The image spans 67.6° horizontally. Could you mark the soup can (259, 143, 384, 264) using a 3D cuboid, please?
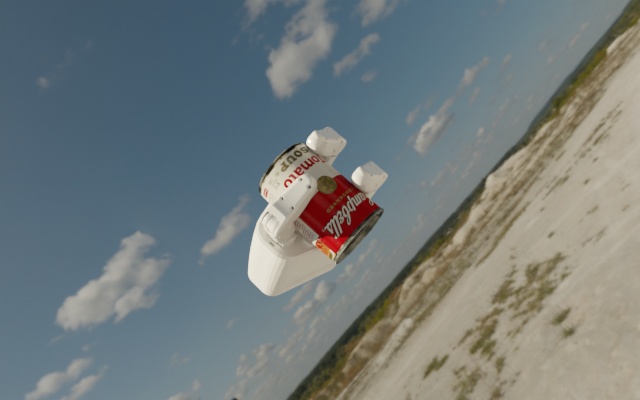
[{"bbox_3d":[0.000,0.001,0.454,0.102,0.068,0.068,42,11,13],"label":"soup can"}]
